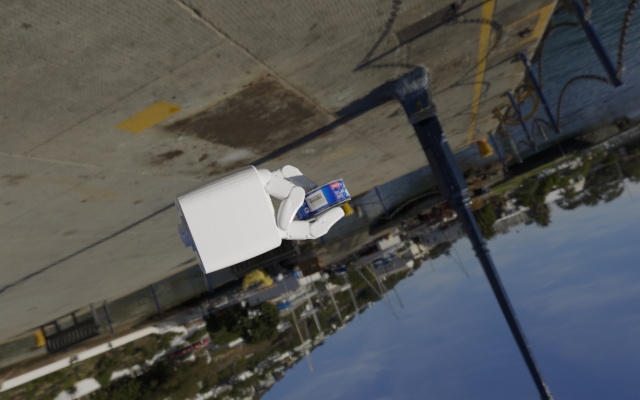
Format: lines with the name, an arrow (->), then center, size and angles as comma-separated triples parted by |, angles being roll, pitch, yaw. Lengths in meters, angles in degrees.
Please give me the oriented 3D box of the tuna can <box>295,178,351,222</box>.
tuna can -> 0.000, 0.003, 0.692 | 0.086, 0.033, 0.086 | -27, -6, -3
